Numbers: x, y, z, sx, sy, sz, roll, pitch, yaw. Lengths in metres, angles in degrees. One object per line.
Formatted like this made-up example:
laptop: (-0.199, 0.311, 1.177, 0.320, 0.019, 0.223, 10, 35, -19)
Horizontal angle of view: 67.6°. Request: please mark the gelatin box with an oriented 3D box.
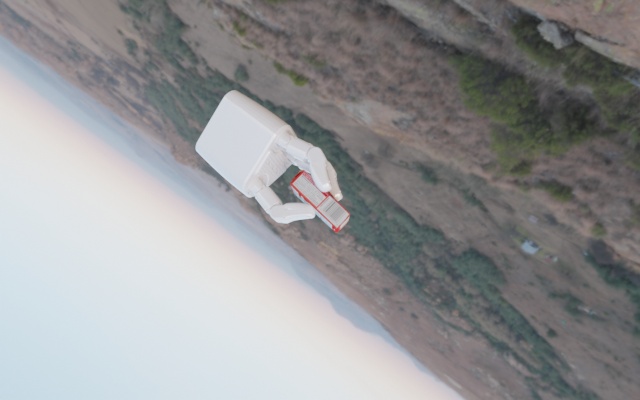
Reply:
gelatin box: (0.000, 0.003, 0.656, 0.089, 0.030, 0.073, 44, -5, 7)
